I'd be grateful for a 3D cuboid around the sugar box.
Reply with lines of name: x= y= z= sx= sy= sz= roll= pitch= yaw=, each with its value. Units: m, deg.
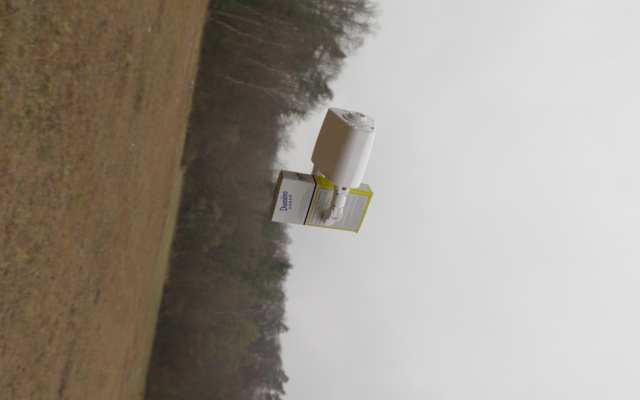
sugar box: x=0.000 y=0.003 z=0.894 sx=0.176 sy=0.093 sz=0.048 roll=11 pitch=27 yaw=-15
